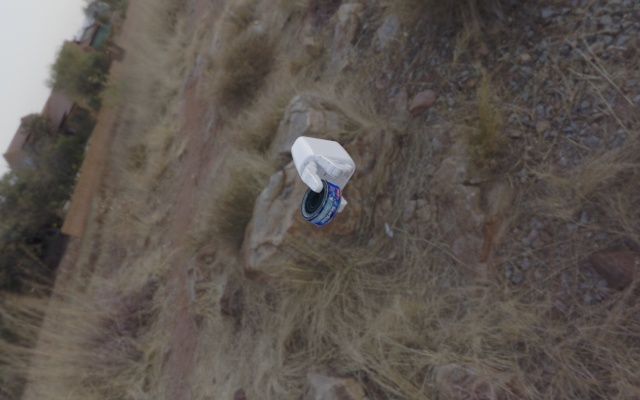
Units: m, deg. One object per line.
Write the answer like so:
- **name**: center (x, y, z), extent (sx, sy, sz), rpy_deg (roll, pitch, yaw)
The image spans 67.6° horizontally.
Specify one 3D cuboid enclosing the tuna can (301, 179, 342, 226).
- **tuna can**: center (0.000, 0.003, 0.897), extent (0.034, 0.086, 0.086), rpy_deg (25, -13, -30)
